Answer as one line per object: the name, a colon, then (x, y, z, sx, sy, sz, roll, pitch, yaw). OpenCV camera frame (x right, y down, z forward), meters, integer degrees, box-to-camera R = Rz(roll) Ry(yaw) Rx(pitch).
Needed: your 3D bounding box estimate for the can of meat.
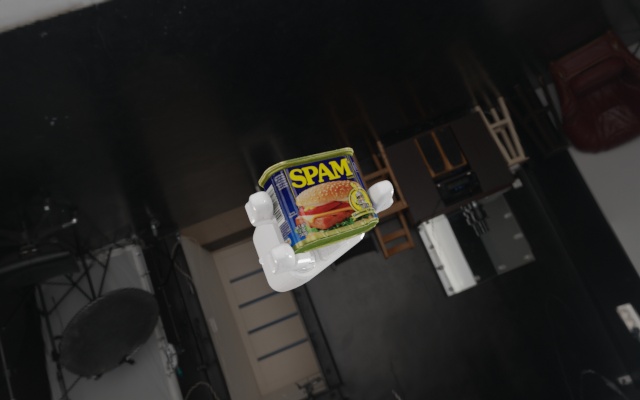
can of meat: (0.000, 0.002, 0.487, 0.102, 0.084, 0.057, -15, -14, -28)
